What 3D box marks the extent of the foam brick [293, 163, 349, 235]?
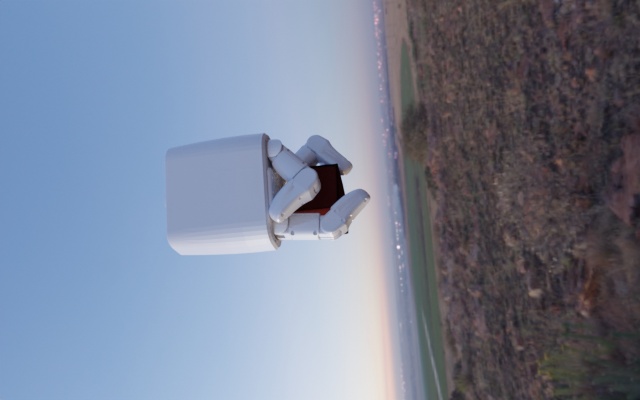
[{"bbox_3d":[0.000,0.002,0.523,0.051,0.053,0.078,-7,-26,7],"label":"foam brick"}]
